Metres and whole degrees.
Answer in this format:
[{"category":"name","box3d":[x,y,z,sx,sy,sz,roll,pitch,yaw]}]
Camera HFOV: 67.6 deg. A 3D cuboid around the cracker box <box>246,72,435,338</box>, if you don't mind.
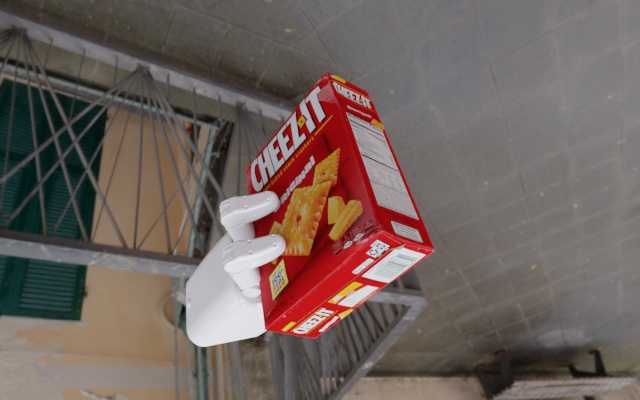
[{"category":"cracker box","box3d":[0.000,0.002,0.478,0.072,0.213,0.164,20,-50,-35]}]
